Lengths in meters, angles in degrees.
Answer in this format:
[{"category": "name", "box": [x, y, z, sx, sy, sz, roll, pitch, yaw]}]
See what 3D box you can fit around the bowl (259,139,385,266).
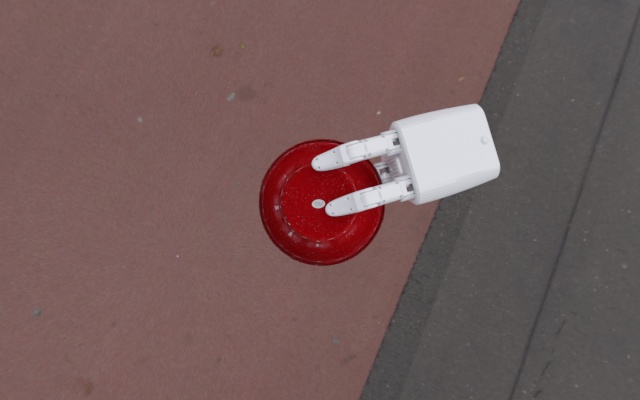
[{"category": "bowl", "box": [-0.001, 0.003, 0.581, 0.162, 0.162, 0.055, 0, -1, 3]}]
